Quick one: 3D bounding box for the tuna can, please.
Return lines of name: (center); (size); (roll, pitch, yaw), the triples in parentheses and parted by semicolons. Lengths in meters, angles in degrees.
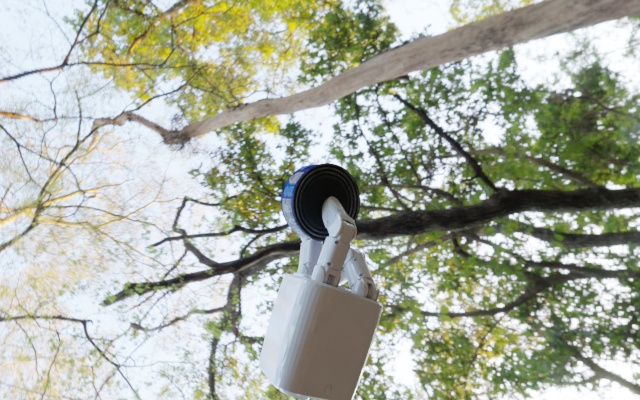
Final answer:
tuna can: (0.000, 0.002, 0.530); (0.086, 0.086, 0.034); (0, 2, -30)
